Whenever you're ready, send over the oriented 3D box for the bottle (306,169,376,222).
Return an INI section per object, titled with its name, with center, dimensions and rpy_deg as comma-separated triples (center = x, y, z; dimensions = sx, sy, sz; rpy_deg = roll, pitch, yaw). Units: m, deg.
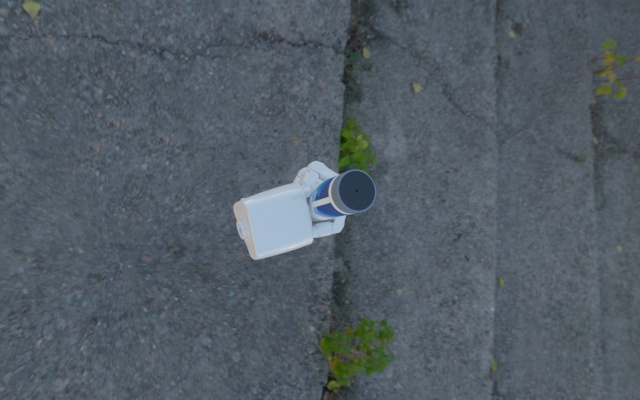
[bottle]
center = 0.000, 0.003, 0.864
dimensions = 0.069, 0.069, 0.296
rpy_deg = 0, -7, -23
